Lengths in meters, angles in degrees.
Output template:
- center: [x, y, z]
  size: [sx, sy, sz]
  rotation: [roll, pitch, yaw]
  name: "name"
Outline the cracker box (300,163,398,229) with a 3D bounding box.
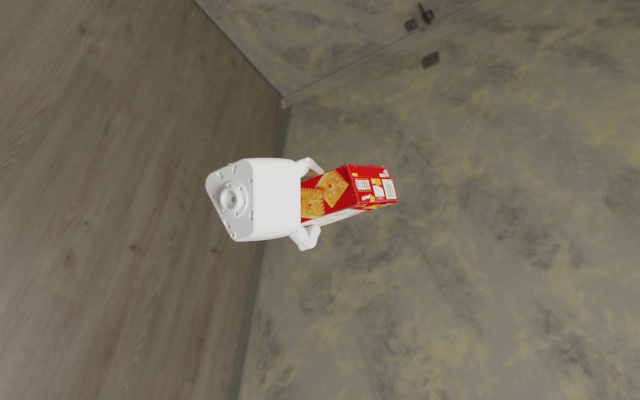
- center: [0.000, 0.003, 0.812]
  size: [0.214, 0.072, 0.164]
  rotation: [-19, -8, 29]
  name: "cracker box"
